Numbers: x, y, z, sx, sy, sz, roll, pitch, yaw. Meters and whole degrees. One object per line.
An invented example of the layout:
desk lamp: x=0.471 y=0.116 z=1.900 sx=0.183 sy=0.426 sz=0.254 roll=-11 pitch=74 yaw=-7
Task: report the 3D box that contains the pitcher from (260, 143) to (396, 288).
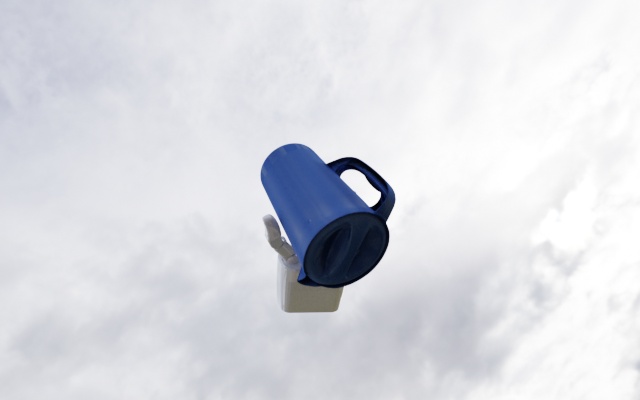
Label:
pitcher: x=0.000 y=0.003 z=0.738 sx=0.149 sy=0.145 sz=0.242 roll=-10 pitch=37 yaw=-22
